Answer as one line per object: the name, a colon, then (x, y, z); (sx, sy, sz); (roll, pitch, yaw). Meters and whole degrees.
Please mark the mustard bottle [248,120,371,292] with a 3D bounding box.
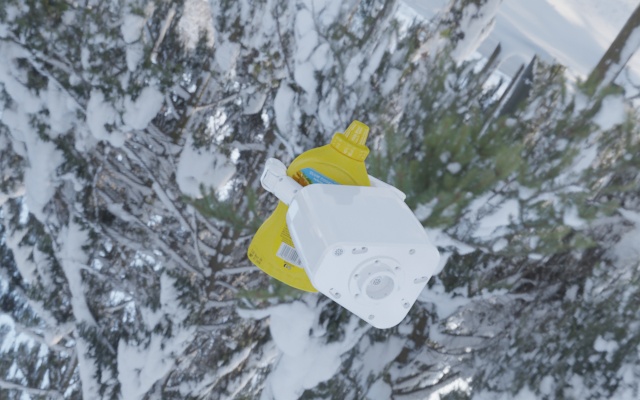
mustard bottle: (0.000, 0.002, 0.521); (0.096, 0.192, 0.058); (28, 19, 0)
